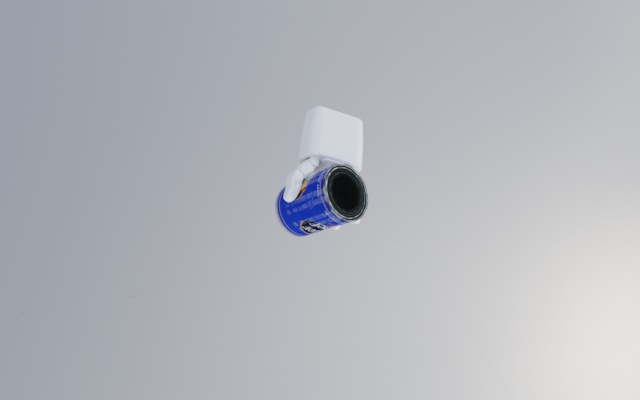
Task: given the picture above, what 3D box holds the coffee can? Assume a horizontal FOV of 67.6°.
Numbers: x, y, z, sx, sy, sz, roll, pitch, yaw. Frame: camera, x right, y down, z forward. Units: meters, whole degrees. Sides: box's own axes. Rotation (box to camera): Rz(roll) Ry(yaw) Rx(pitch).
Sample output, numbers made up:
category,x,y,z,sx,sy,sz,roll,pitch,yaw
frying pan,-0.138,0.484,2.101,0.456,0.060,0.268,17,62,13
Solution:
category,x,y,z,sx,sy,sz,roll,pitch,yaw
coffee can,0.000,0.003,0.855,0.103,0.102,0.140,0,-14,-42
